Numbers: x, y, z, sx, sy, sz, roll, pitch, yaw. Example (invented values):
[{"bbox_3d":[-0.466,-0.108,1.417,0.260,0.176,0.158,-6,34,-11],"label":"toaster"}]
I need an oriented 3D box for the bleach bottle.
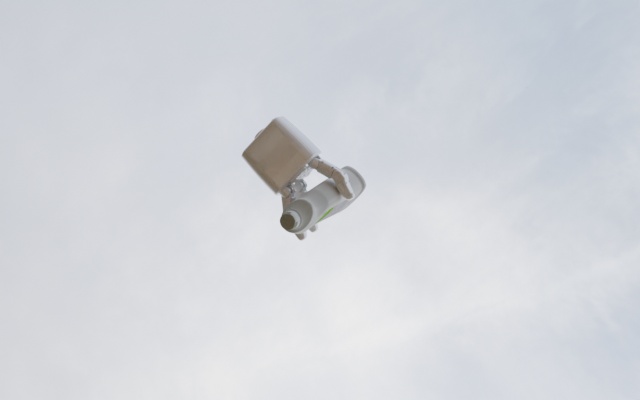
[{"bbox_3d":[0.000,0.003,0.885,0.102,0.068,0.251,-47,-8,25],"label":"bleach bottle"}]
